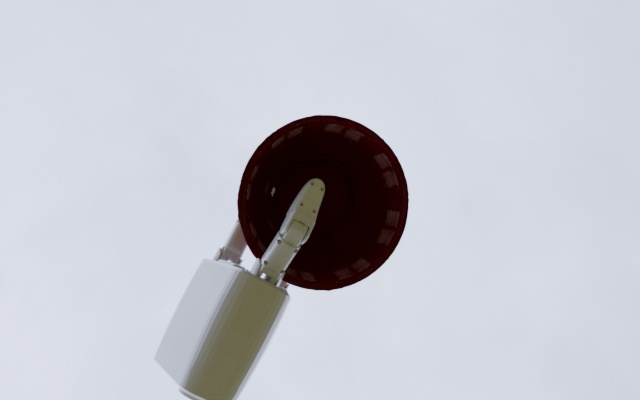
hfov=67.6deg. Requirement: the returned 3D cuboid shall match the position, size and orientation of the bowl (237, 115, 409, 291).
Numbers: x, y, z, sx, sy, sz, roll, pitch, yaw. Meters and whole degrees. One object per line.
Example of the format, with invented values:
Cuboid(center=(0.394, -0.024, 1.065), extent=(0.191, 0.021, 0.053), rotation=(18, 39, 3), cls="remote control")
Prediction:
Cuboid(center=(0.001, 0.001, 0.461), extent=(0.162, 0.162, 0.055), rotation=(0, 4, -13), cls="bowl")
